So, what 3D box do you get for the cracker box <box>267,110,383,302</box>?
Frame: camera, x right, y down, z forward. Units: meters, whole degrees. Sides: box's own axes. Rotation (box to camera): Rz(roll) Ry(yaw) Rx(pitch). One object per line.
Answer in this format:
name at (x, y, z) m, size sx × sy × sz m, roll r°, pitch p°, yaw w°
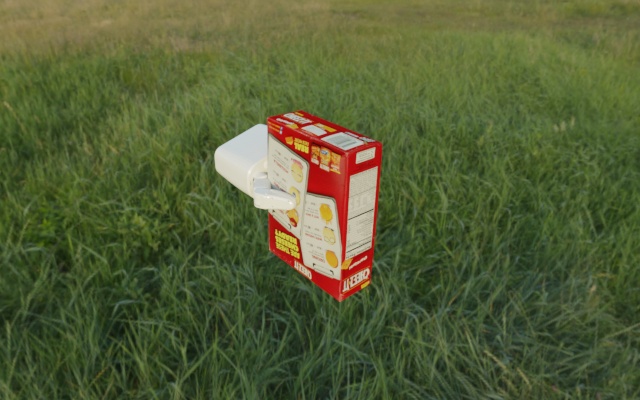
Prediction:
cracker box at (0.000, 0.002, 0.653) m, size 0.072 × 0.214 × 0.164 m, roll -20°, pitch 34°, yaw -35°
